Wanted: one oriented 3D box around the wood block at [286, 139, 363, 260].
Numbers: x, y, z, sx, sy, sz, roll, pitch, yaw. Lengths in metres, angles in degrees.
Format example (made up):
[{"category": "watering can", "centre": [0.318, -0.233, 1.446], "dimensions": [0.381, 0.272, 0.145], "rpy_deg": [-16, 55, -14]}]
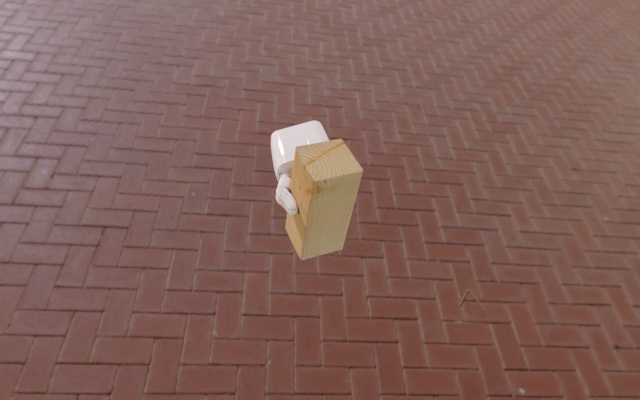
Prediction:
[{"category": "wood block", "centre": [0.000, 0.003, 0.860], "dimensions": [0.091, 0.090, 0.206], "rpy_deg": [-12, -41, -21]}]
